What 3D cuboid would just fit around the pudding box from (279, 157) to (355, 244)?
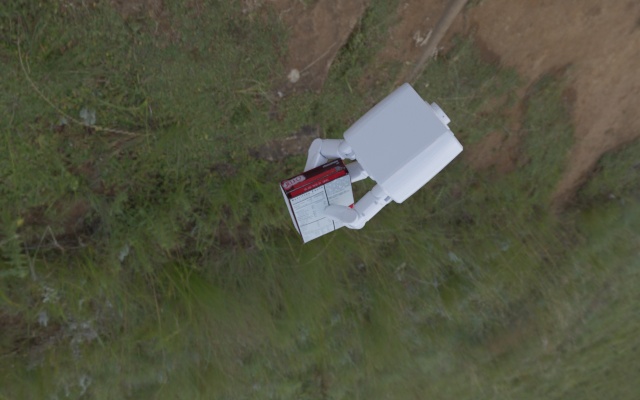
[{"bbox_3d":[0.000,0.002,0.663,0.090,0.039,0.114,-22,-39,-6],"label":"pudding box"}]
